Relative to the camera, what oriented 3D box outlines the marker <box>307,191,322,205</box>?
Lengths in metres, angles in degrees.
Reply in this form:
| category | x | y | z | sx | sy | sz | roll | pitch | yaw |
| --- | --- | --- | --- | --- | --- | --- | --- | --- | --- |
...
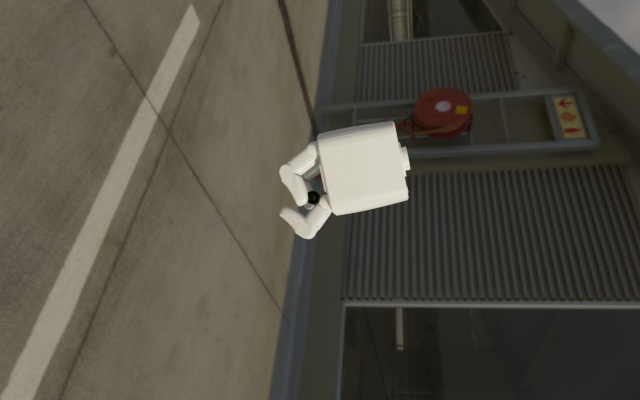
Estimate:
| category | x | y | z | sx | sy | sz | roll | pitch | yaw |
| --- | --- | --- | --- | --- | --- | --- | --- | --- | --- |
| marker | 0.000 | 0.002 | 0.704 | 0.020 | 0.020 | 0.121 | 0 | -7 | 12 |
